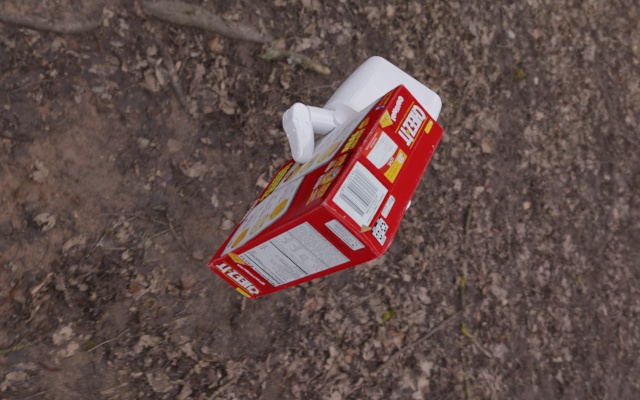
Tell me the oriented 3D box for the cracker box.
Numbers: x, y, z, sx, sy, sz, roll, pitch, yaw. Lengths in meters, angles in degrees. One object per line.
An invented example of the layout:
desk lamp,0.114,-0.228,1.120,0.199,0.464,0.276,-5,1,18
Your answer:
cracker box,0.000,0.001,0.467,0.072,0.164,0.214,44,-38,-14
